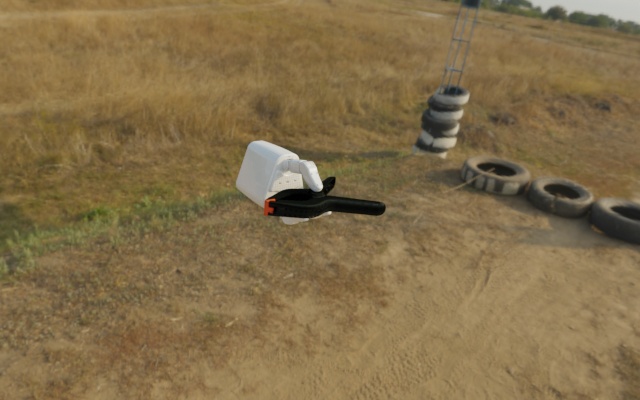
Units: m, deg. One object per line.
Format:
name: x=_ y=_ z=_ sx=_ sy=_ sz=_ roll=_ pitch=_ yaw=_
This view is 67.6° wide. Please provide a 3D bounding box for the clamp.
clamp: x=0.000 y=0.002 z=0.844 sx=0.210 sy=0.036 sz=0.164 roll=-12 pitch=27 yaw=-40
